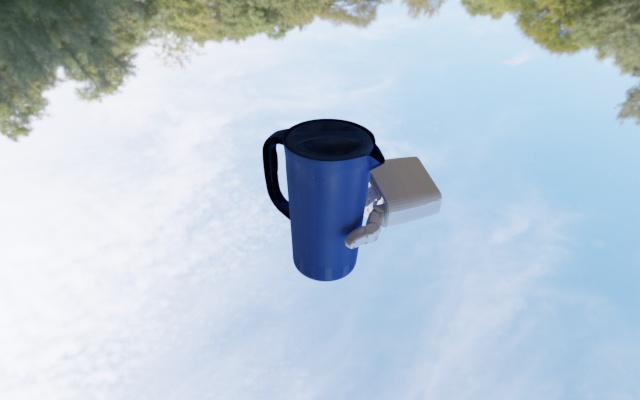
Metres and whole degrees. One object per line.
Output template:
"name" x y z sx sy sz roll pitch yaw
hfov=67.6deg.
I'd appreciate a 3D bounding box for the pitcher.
"pitcher" 0.000 0.002 0.746 0.145 0.243 0.149 -13 37 -20
